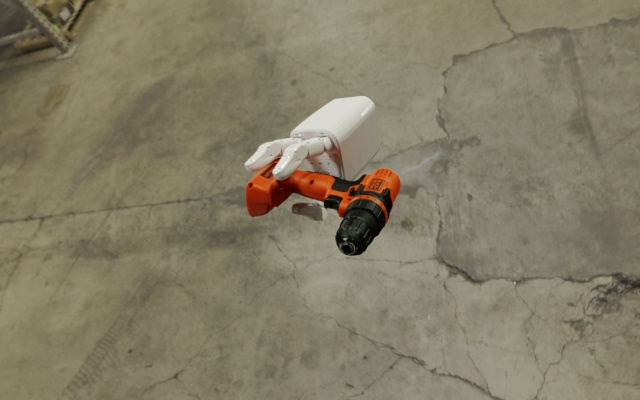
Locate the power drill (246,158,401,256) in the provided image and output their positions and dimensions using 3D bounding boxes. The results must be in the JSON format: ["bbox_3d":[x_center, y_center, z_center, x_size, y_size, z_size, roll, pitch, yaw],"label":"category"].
[{"bbox_3d":[0.000,0.002,0.631,0.187,0.057,0.184,11,29,18],"label":"power drill"}]
